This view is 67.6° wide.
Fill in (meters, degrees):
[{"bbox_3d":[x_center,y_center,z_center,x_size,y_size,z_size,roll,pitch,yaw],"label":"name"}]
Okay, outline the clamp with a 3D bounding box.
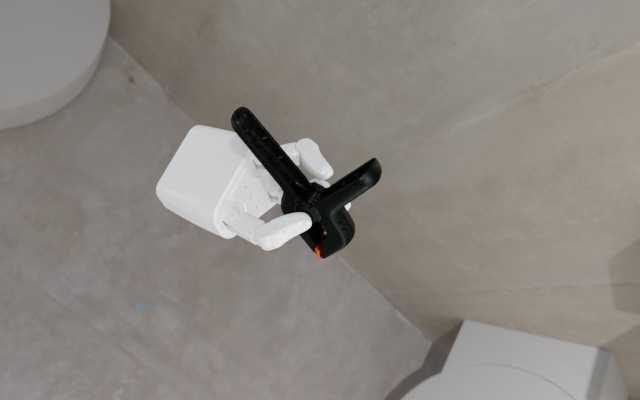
[{"bbox_3d":[0.000,0.003,0.507,0.164,0.036,0.210,22,-31,31],"label":"clamp"}]
